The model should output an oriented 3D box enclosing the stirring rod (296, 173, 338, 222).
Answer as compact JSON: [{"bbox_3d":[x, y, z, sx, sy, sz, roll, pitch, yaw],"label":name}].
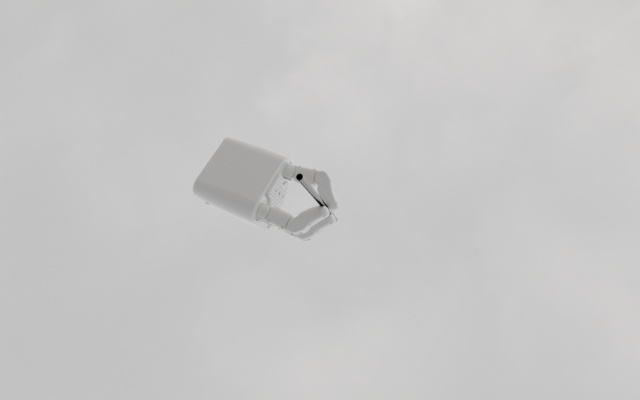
[{"bbox_3d":[0.000,0.002,0.634,0.011,0.011,0.239,0,-13,11],"label":"stirring rod"}]
